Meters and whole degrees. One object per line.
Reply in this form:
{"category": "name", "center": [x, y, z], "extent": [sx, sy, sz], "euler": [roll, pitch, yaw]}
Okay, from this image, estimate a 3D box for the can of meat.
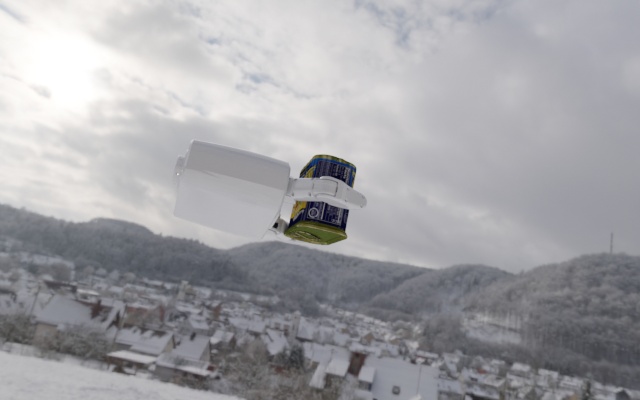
{"category": "can of meat", "center": [0.000, 0.001, 0.551], "extent": [0.057, 0.084, 0.102], "euler": [14, -14, -13]}
